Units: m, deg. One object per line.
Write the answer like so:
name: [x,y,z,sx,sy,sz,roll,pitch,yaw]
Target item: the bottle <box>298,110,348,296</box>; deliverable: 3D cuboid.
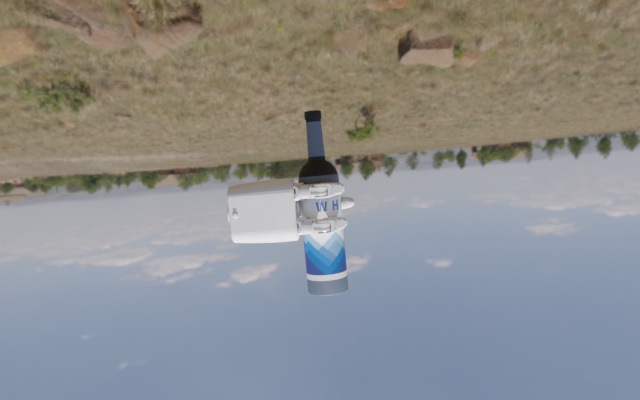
bottle: [0.000,0.003,0.780,0.069,0.296,0.069,-5,4,0]
